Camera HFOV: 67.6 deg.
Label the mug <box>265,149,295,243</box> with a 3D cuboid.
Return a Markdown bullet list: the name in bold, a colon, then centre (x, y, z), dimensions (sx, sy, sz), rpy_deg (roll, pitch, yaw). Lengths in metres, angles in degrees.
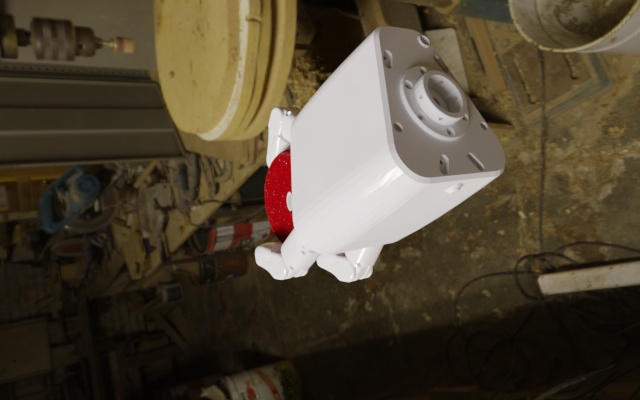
- **mug**: centre (-0.001, 0.002, 0.413), dimensions (0.081, 0.093, 0.117), rpy_deg (-6, -22, -34)
